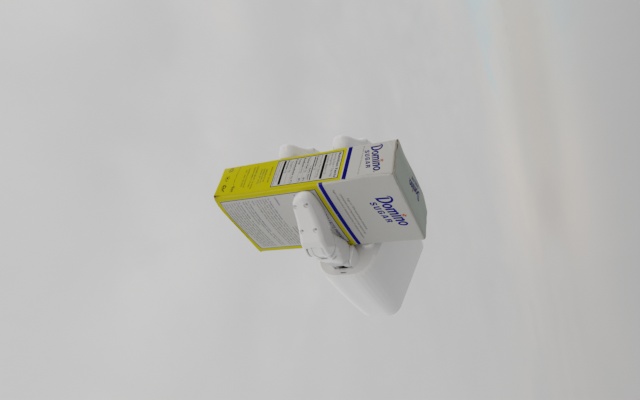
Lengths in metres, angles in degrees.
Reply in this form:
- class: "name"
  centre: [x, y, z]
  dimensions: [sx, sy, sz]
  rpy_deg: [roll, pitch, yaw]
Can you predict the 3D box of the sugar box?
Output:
- class: "sugar box"
  centre: [0.000, 0.001, 0.438]
  dimensions: [0.176, 0.048, 0.093]
  rpy_deg: [-8, -41, 25]
